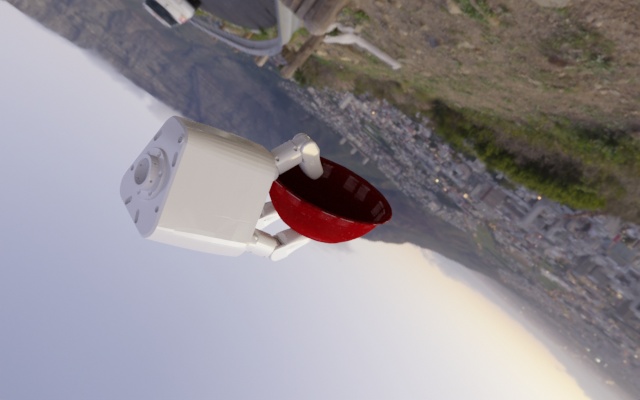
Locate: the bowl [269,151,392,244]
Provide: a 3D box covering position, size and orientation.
[{"bbox_3d":[0.001,0.002,0.562,0.162,0.055,0.162,21,23,-10],"label":"bowl"}]
